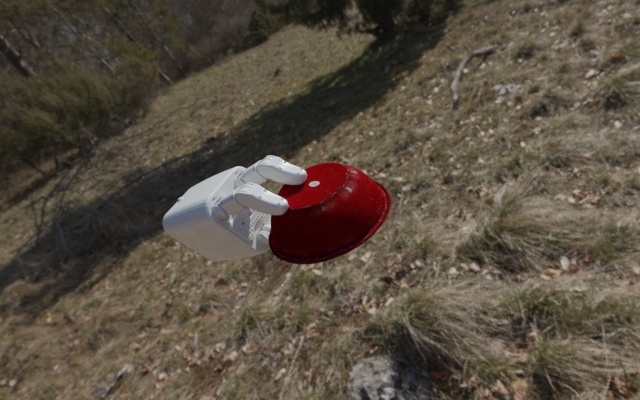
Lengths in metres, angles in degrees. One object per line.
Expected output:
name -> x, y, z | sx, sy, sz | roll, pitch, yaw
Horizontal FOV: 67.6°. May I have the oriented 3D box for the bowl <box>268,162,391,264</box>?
bowl -> 0.001, 0.001, 0.578 | 0.162, 0.055, 0.162 | -18, 31, 12
